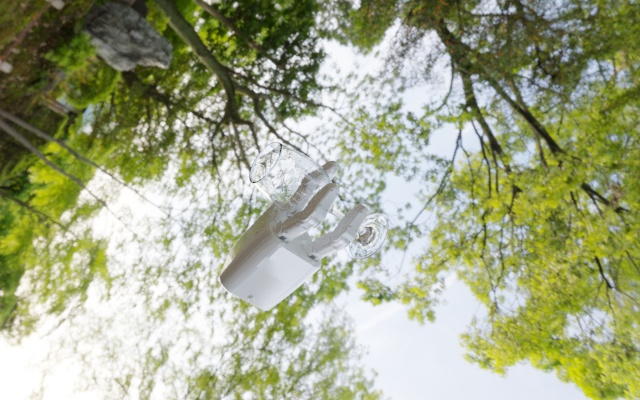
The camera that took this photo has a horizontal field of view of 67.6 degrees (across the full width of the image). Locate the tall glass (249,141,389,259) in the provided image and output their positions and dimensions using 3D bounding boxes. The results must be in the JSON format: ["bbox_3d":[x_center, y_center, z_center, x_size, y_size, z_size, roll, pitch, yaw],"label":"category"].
[{"bbox_3d":[0.001,0.002,0.641,0.201,0.079,0.079,36,-21,-31],"label":"tall glass"}]
